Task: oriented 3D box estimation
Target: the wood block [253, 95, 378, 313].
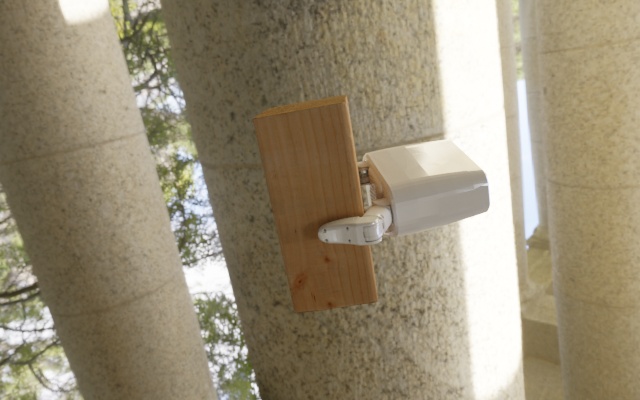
[{"bbox_3d":[0.000,0.002,0.506,0.090,0.206,0.090,-9,16,6],"label":"wood block"}]
